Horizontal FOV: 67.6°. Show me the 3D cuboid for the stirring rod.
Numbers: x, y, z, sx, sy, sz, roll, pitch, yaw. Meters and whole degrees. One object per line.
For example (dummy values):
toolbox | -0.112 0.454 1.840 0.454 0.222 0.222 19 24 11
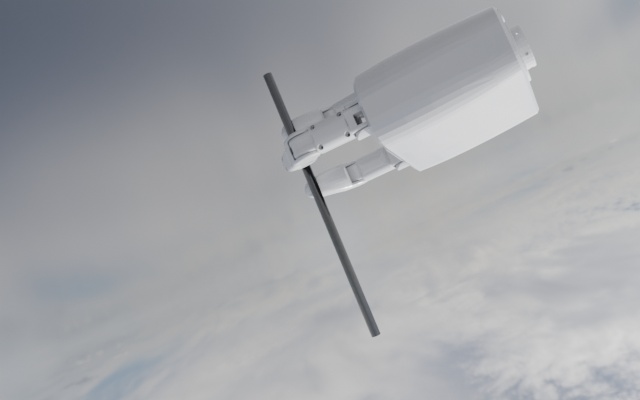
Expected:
stirring rod | 0.000 0.001 0.406 0.011 0.239 0.011 -23 -4 -2
